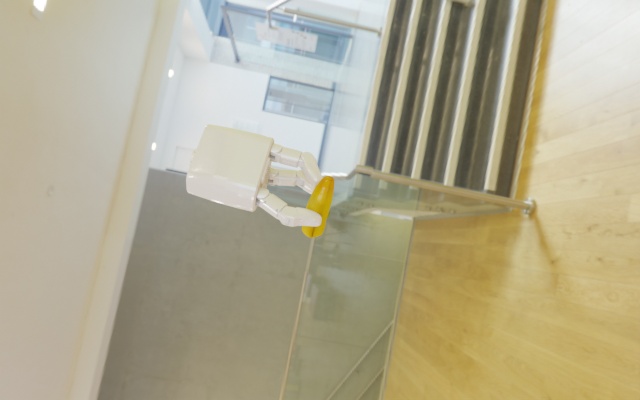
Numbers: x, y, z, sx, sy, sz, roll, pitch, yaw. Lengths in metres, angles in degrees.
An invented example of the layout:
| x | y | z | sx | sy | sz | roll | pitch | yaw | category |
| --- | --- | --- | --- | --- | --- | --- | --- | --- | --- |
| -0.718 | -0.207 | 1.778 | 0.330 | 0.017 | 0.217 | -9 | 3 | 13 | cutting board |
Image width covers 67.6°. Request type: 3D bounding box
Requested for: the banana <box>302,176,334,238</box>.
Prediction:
| x | y | z | sx | sy | sz | roll | pitch | yaw | category |
| --- | --- | --- | --- | --- | --- | --- | --- | --- | --- |
| -0.006 | 0.020 | 0.760 | 0.037 | 0.069 | 0.198 | 18 | -16 | 2 | banana |
